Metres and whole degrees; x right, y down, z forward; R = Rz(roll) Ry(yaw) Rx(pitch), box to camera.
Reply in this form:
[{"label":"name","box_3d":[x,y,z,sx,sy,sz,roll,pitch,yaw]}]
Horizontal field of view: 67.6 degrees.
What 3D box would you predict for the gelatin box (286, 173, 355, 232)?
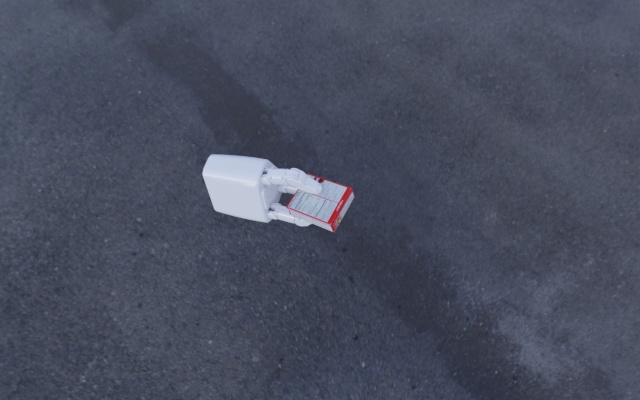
[{"label":"gelatin box","box_3d":[0.000,0.002,0.781,0.089,0.073,0.030,20,-24,26]}]
